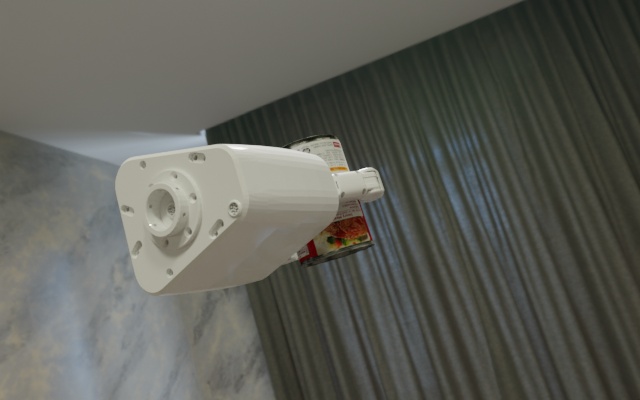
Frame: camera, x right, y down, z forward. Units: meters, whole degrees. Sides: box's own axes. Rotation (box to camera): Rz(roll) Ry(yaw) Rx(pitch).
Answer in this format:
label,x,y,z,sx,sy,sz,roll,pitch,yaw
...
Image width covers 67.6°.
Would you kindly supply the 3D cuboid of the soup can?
label,x,y,z,sx,sy,sz,roll,pitch,yaw
soup can,0.000,0.001,0.425,0.068,0.102,0.068,-17,-10,-3
